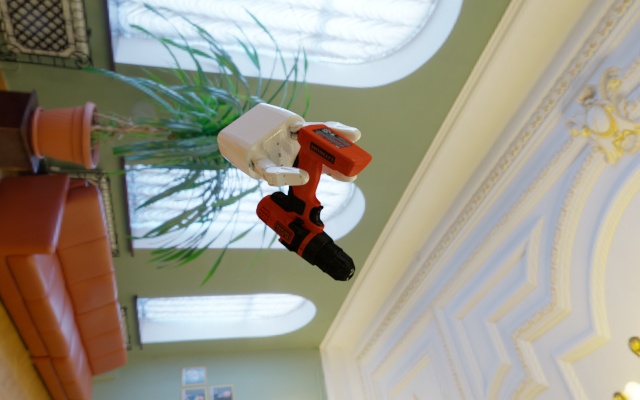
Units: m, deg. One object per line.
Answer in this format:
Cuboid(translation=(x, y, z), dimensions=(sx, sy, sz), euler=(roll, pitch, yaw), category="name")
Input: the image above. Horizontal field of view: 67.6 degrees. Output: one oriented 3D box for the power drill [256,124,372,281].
Cuboid(translation=(0.000, 0.002, 0.675), dimensions=(0.184, 0.188, 0.057), euler=(36, 31, 20), category="power drill")
